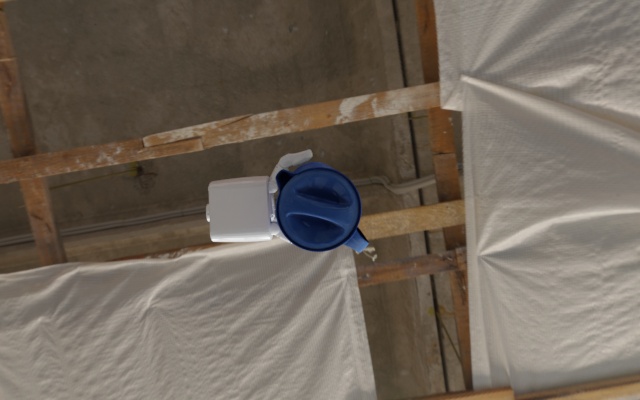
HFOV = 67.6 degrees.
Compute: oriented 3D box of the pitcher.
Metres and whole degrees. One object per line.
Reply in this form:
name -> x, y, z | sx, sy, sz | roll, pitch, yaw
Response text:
pitcher -> 0.000, 0.003, 0.844 | 0.145, 0.149, 0.243 | -5, 10, -1
